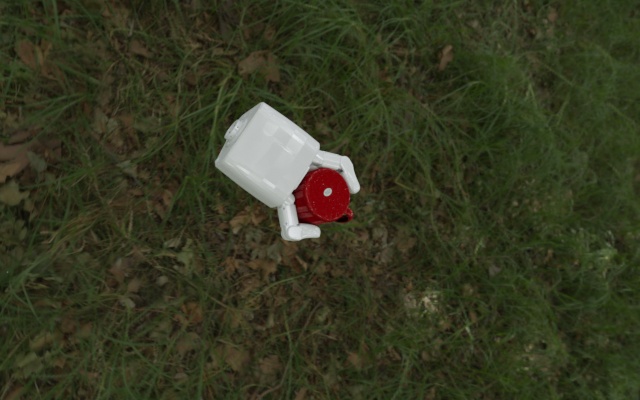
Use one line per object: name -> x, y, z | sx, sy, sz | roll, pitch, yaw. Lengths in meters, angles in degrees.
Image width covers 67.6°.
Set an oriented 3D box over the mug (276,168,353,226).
mug -> 0.001, 0.003, 0.735 | 0.117, 0.093, 0.081 | 35, -24, -23
